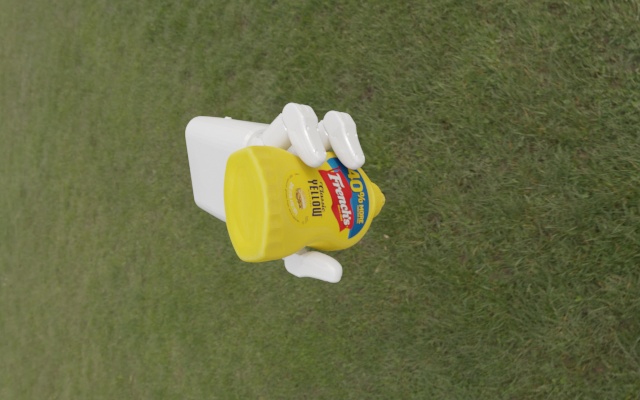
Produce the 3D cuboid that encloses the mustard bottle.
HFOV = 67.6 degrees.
[{"bbox_3d":[0.000,0.002,0.458,0.058,0.096,0.191,-14,-8,41],"label":"mustard bottle"}]
